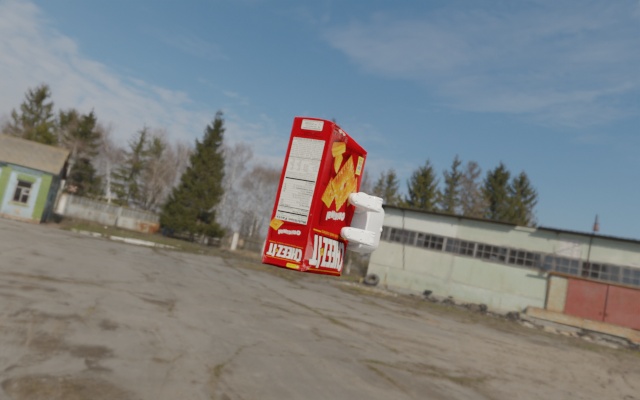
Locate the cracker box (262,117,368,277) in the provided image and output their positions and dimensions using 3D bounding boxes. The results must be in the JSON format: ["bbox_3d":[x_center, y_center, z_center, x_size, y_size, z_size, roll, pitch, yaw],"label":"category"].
[{"bbox_3d":[0.000,0.002,0.723,0.072,0.213,0.164,9,-7,24],"label":"cracker box"}]
